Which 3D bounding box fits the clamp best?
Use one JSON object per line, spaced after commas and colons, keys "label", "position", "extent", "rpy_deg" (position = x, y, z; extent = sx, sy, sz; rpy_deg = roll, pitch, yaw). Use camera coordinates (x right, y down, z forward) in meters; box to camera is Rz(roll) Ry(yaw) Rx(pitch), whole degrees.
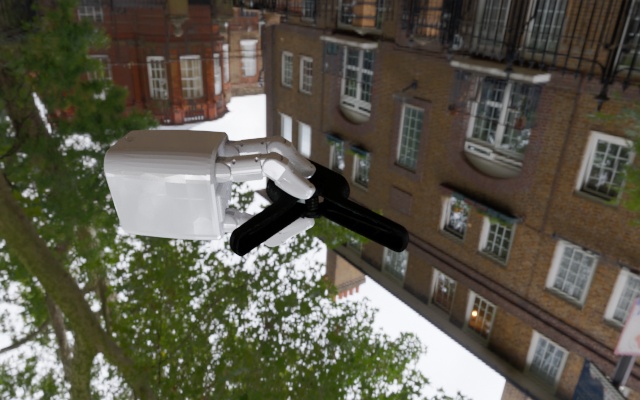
{"label": "clamp", "position": [0.000, 0.002, 0.514], "extent": [0.164, 0.036, 0.210], "rpy_deg": [3, 24, -2]}
